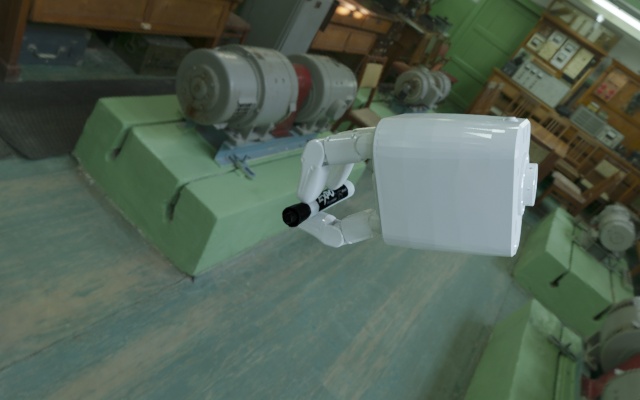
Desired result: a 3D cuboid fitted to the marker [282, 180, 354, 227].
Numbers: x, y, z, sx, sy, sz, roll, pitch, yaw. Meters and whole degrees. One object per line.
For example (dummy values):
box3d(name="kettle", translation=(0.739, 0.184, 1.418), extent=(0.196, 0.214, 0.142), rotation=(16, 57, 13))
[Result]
box3d(name="marker", translation=(0.000, 0.001, 0.458), extent=(0.020, 0.020, 0.121), rotation=(0, 14, 28))
